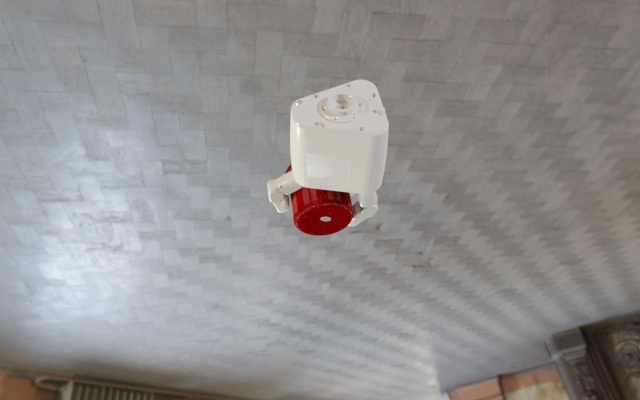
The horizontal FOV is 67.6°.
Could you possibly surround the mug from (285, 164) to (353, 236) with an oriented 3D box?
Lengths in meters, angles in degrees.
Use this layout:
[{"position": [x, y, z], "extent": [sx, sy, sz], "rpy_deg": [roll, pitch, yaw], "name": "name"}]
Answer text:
[{"position": [0.000, 0.003, 0.671], "extent": [0.093, 0.081, 0.117], "rpy_deg": [-7, -36, -3], "name": "mug"}]
